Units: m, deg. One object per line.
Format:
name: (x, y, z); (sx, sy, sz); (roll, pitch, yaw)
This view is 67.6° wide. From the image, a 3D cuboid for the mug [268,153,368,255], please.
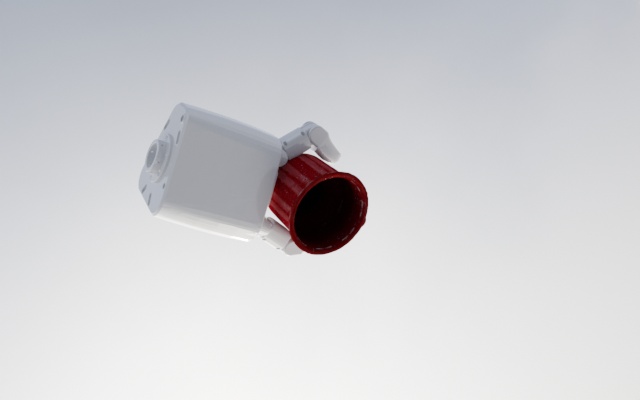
mug: (0.001, 0.002, 0.521); (0.117, 0.093, 0.081); (18, 13, -37)
